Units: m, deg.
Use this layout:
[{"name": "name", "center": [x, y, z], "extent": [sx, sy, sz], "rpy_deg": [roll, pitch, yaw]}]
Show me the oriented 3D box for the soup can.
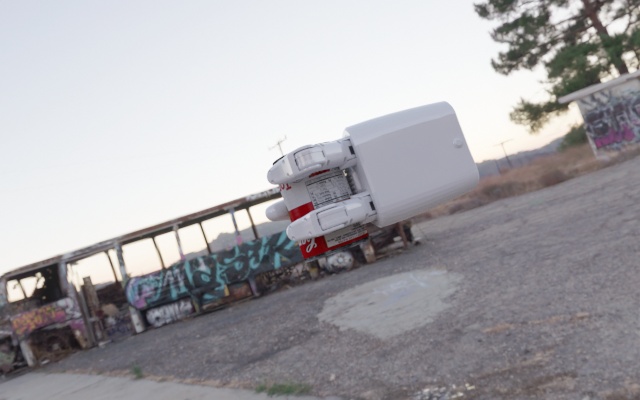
[{"name": "soup can", "center": [-0.001, 0.001, 0.466], "extent": [0.068, 0.102, 0.068], "rpy_deg": [-20, -4, -1]}]
